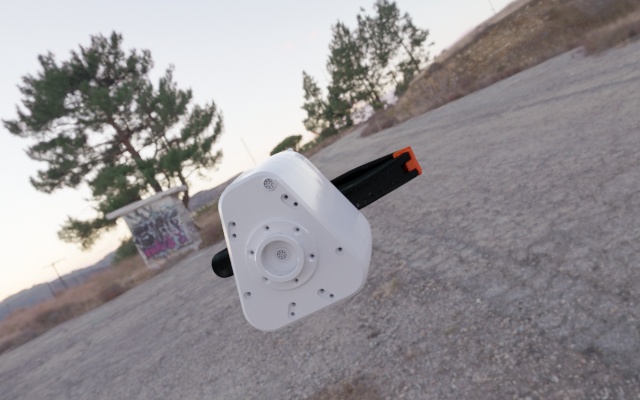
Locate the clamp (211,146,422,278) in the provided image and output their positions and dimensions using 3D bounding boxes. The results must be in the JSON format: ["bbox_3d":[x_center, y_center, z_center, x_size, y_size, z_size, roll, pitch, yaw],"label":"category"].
[{"bbox_3d":[0.000,0.001,0.490,0.210,0.036,0.164,-27,11,10],"label":"clamp"}]
